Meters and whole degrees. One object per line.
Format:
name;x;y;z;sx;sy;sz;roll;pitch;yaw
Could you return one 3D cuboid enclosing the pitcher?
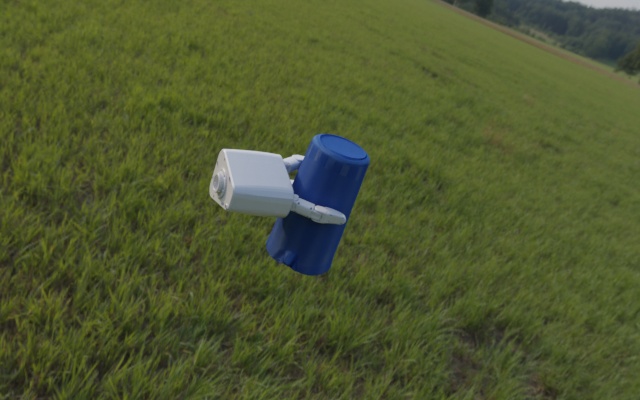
pitcher;0.000;0.003;0.883;0.145;0.243;0.149;6;31;-31
